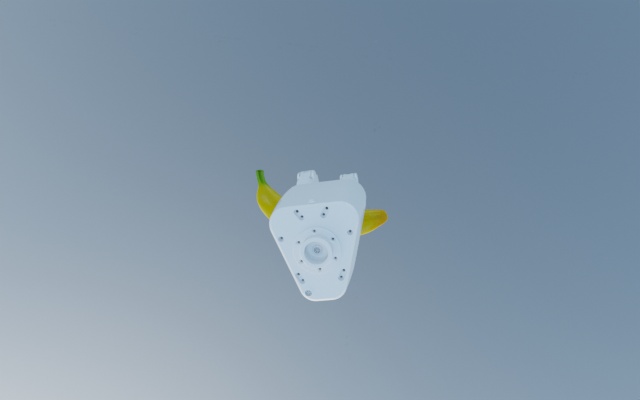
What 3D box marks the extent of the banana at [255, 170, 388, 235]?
[{"bbox_3d":[-0.009,0.019,0.664,0.198,0.069,0.037,18,10,5],"label":"banana"}]
